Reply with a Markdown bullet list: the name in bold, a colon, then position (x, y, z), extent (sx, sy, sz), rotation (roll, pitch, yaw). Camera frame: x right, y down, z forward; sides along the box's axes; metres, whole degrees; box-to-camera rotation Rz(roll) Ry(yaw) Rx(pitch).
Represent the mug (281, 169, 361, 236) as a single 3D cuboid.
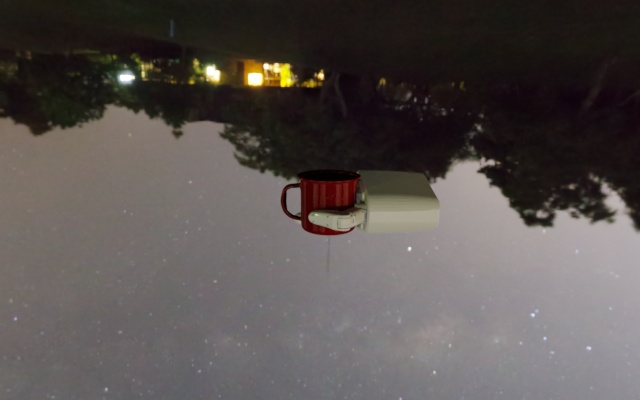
- **mug**: position (-0.001, 0.003, 0.701), extent (0.117, 0.081, 0.093), rotation (-1, 14, -5)
